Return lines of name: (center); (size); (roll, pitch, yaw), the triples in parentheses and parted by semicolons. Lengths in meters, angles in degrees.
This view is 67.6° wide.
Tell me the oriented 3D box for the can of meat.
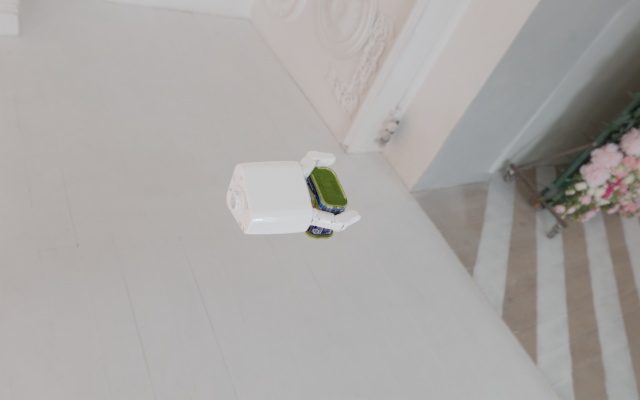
can of meat: (0.000, 0.003, 0.841); (0.057, 0.102, 0.084); (0, -43, -28)
